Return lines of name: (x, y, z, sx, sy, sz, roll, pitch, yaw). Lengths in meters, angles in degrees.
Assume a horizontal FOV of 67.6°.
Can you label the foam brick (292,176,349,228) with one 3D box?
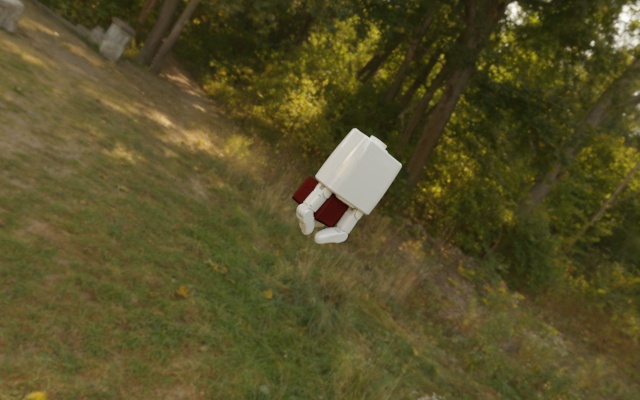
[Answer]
foam brick: (0.000, 0.003, 0.835, 0.078, 0.051, 0.053, 41, 7, 39)
